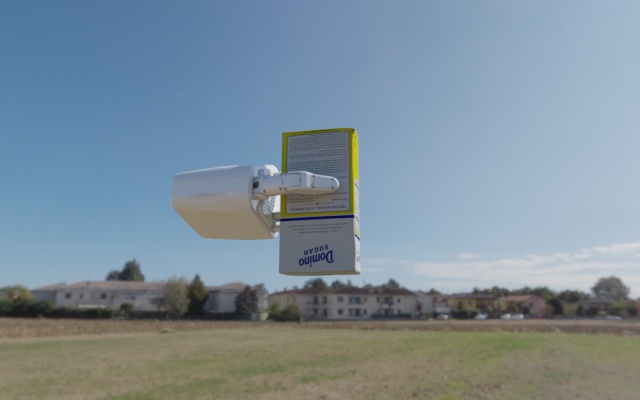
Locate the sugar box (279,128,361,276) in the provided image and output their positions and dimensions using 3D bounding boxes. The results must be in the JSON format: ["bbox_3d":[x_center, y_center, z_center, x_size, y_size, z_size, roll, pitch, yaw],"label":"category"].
[{"bbox_3d":[0.000,0.002,0.580,0.093,0.176,0.048,-3,-13,13],"label":"sugar box"}]
